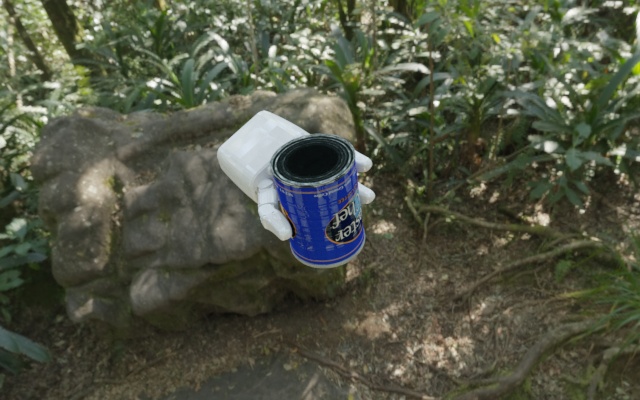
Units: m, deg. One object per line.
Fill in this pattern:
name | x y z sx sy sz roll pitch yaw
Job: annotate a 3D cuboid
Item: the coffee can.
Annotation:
coffee can | 0.000 0.002 0.605 0.103 0.140 0.102 -6 41 5
